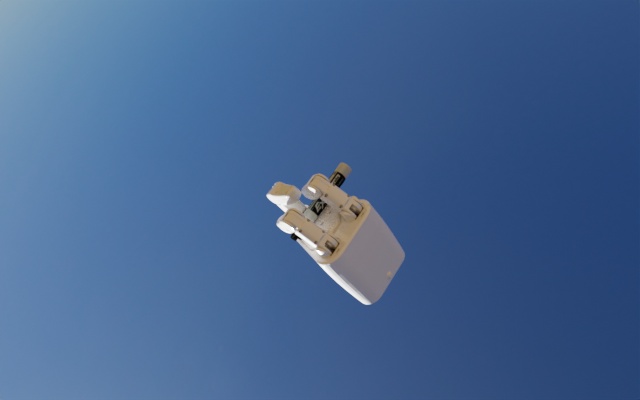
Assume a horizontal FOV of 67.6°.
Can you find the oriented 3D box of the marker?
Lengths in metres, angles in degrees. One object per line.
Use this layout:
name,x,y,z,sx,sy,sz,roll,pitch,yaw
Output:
marker,0.000,0.002,0.615,0.020,0.121,0.020,33,-18,12
